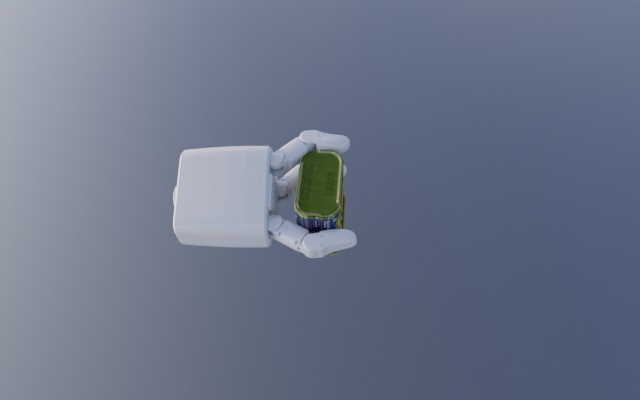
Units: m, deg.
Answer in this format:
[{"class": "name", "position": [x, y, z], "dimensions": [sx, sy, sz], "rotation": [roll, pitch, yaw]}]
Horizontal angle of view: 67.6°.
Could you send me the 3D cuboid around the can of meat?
[{"class": "can of meat", "position": [0.000, 0.002, 0.573], "dimensions": [0.057, 0.102, 0.084], "rotation": [2, -35, 4]}]
